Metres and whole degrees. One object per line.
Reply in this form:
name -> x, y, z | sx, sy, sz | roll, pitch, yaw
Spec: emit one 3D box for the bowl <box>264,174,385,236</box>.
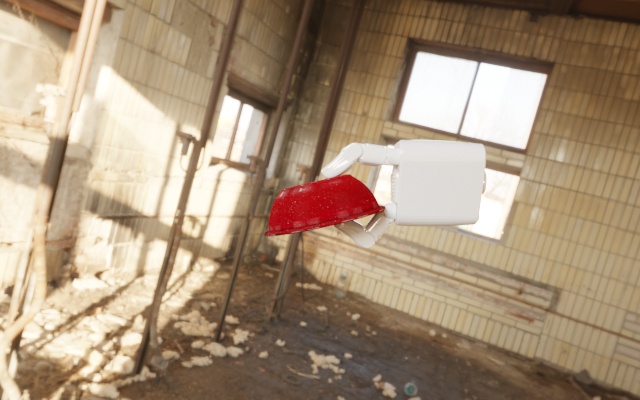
bowl -> -0.001, 0.002, 0.622 | 0.162, 0.055, 0.162 | -13, 2, 0
